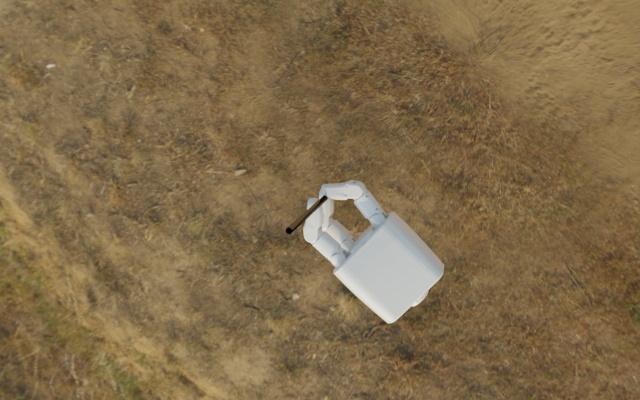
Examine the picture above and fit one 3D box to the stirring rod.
[{"bbox_3d":[0.000,0.002,0.638,0.011,0.011,0.239,0,15,18],"label":"stirring rod"}]
